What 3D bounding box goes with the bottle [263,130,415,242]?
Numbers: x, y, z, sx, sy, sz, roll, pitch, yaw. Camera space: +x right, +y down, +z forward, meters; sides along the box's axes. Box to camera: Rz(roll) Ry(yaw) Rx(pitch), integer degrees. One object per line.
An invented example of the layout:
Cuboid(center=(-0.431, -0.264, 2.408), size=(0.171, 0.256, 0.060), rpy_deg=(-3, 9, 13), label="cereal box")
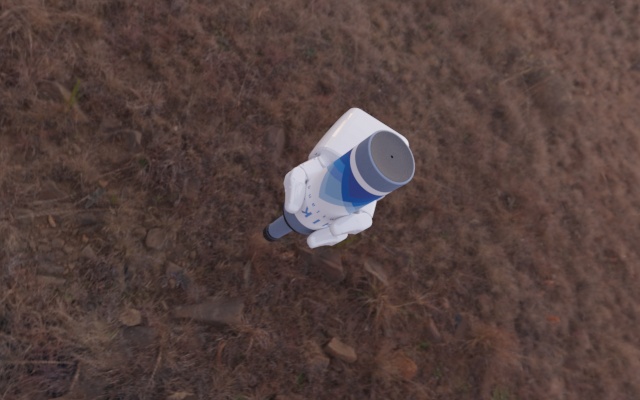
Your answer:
Cuboid(center=(0.000, 0.002, 0.636), size=(0.069, 0.069, 0.296), rpy_deg=(0, -20, -35), label="bottle")
